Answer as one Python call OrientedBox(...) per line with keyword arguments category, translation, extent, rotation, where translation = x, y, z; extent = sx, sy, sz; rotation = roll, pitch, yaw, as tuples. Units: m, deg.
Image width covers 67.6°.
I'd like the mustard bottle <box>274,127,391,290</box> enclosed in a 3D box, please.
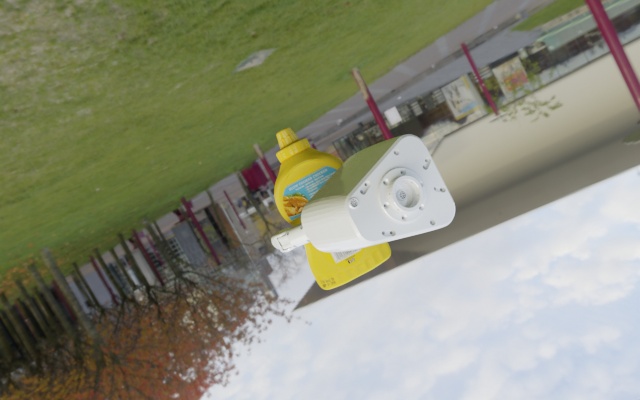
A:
OrientedBox(category="mustard bottle", translation=(0.000, 0.002, 0.568), extent=(0.096, 0.191, 0.058), rotation=(-28, 4, 3))
